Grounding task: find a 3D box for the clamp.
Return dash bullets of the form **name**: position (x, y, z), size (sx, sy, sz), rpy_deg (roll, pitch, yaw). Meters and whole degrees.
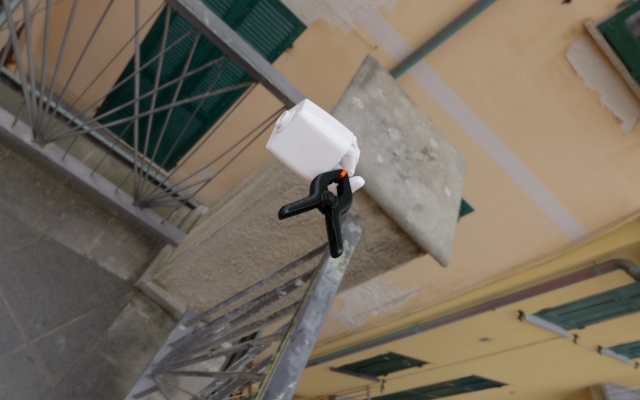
- **clamp**: position (0.001, 0.002, 0.788), size (0.120, 0.171, 0.039), rpy_deg (34, -46, -19)
